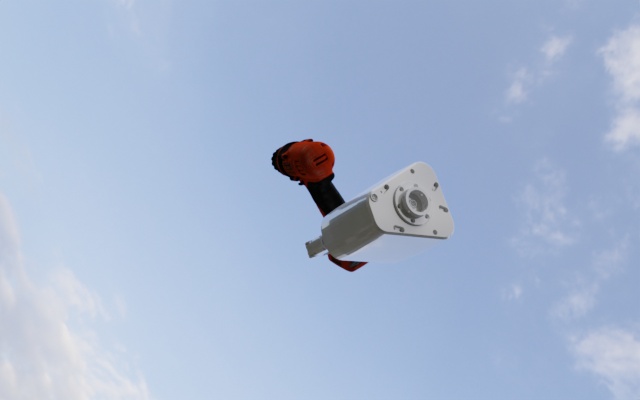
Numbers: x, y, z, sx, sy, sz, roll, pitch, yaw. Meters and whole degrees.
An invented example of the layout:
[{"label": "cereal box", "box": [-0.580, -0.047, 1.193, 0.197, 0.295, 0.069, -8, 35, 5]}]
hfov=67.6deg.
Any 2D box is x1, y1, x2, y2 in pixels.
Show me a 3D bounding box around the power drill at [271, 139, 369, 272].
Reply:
[{"label": "power drill", "box": [0.000, 0.003, 0.672, 0.057, 0.188, 0.184, -33, 14, -13]}]
